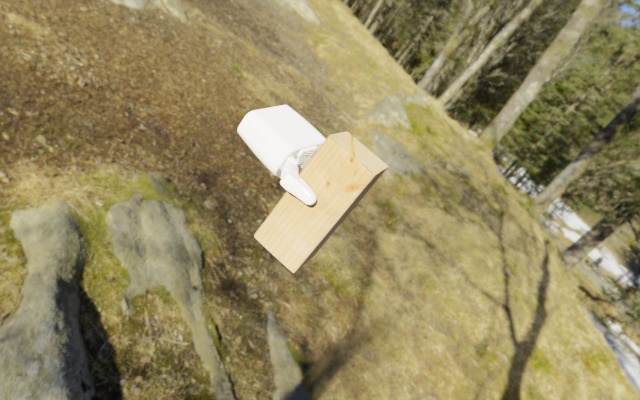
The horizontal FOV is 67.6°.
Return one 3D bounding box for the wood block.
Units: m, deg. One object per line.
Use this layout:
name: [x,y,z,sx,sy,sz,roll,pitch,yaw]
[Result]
wood block: [0.000,0.002,0.748,0.090,0.206,0.091,42,22,9]
